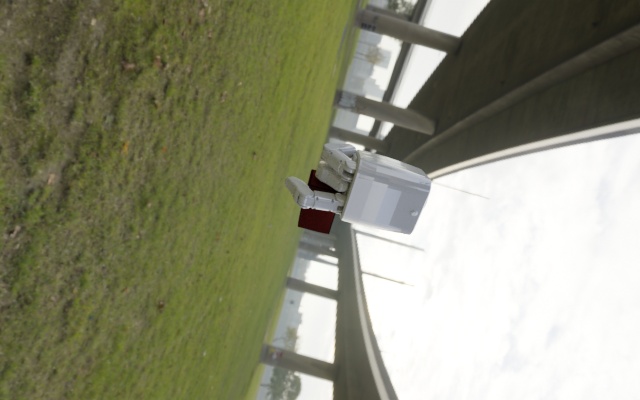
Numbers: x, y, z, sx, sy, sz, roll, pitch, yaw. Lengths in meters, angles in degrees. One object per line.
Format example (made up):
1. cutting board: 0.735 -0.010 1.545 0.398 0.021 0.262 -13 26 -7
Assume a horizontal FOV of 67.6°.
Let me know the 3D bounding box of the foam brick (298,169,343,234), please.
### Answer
1. foam brick: 0.000 0.003 0.722 0.051 0.078 0.053 14 32 -4
